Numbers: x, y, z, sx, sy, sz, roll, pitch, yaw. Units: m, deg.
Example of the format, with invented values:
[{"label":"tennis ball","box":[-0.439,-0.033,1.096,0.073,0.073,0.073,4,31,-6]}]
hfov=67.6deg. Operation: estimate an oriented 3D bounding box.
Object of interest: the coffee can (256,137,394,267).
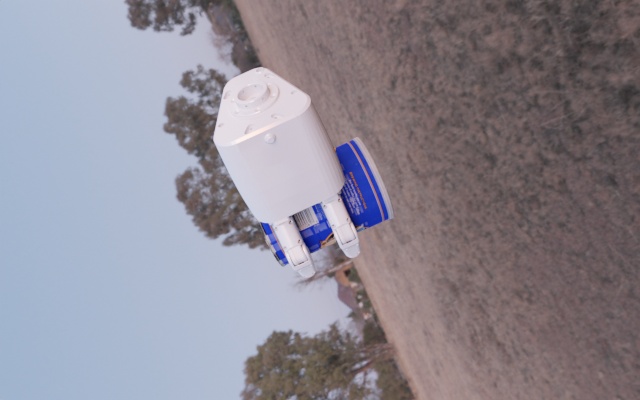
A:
[{"label":"coffee can","box":[0.000,0.002,0.553,0.140,0.103,0.103,-24,0,0]}]
